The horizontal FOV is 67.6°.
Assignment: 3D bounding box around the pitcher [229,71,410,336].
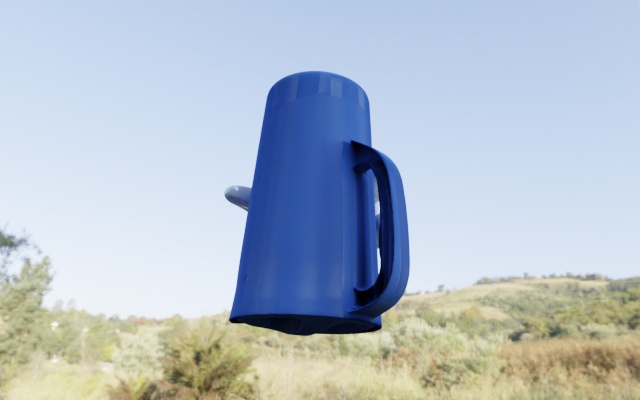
[{"bbox_3d":[0.000,0.002,0.452,0.149,0.242,0.145,2,-21,3],"label":"pitcher"}]
